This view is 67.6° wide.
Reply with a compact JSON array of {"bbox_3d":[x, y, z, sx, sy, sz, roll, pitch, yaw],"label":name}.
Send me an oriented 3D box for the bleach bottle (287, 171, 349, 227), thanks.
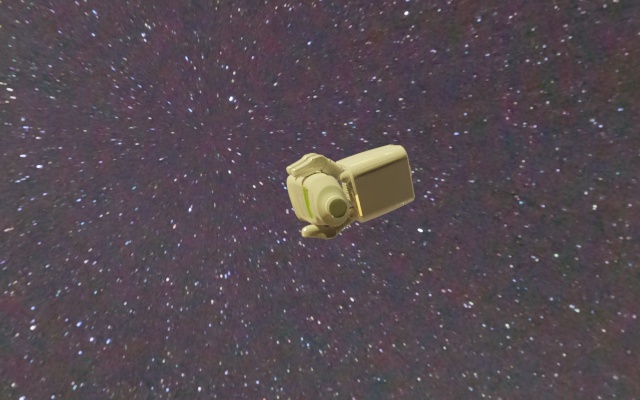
[{"bbox_3d":[0.000,0.003,0.801,0.068,0.102,0.251,-21,11,-9],"label":"bleach bottle"}]
